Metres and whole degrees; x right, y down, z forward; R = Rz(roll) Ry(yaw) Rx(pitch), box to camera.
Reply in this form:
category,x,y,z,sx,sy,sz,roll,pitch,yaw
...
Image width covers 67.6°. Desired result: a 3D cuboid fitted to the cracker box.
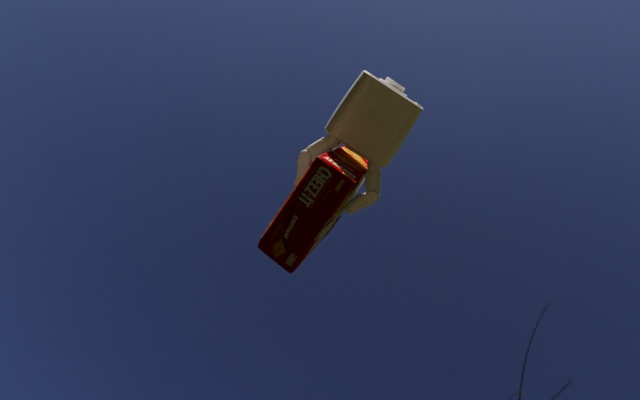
category,x,y,z,sx,sy,sz,roll,pitch,yaw
cracker box,0.000,0.003,0.752,0.072,0.164,0.213,36,16,5
